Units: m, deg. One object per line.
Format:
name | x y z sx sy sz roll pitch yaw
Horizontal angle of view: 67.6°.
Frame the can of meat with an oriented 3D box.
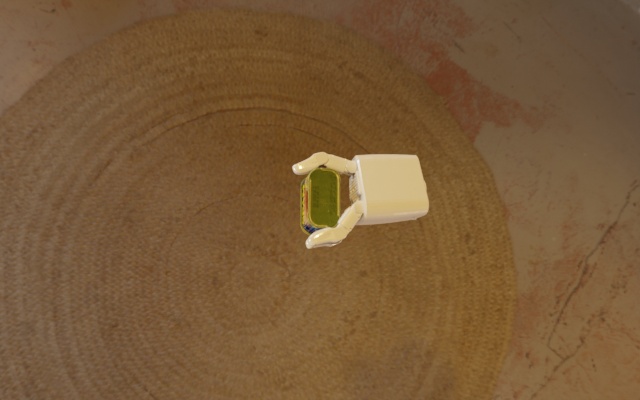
can of meat | 0.000 0.002 0.780 0.057 0.102 0.084 1 -9 -9
